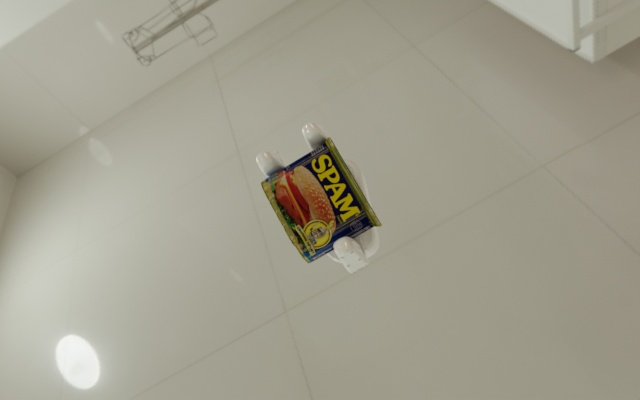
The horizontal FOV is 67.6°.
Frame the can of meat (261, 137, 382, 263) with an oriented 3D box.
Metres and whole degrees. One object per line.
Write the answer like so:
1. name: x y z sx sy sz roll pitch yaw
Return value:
1. can of meat: 0.000 0.002 0.484 0.084 0.102 0.057 -30 -11 6
